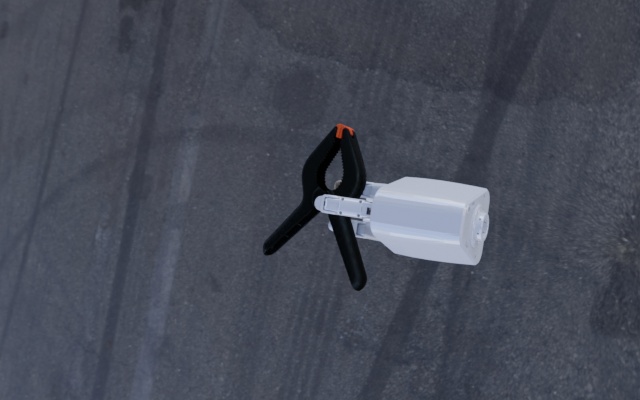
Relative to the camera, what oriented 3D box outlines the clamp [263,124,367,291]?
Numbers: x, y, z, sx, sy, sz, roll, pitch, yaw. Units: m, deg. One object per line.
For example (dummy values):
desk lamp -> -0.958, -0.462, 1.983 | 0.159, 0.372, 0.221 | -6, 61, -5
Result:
clamp -> 0.000, 0.002, 0.643 | 0.164, 0.210, 0.036 | 8, 0, 30
